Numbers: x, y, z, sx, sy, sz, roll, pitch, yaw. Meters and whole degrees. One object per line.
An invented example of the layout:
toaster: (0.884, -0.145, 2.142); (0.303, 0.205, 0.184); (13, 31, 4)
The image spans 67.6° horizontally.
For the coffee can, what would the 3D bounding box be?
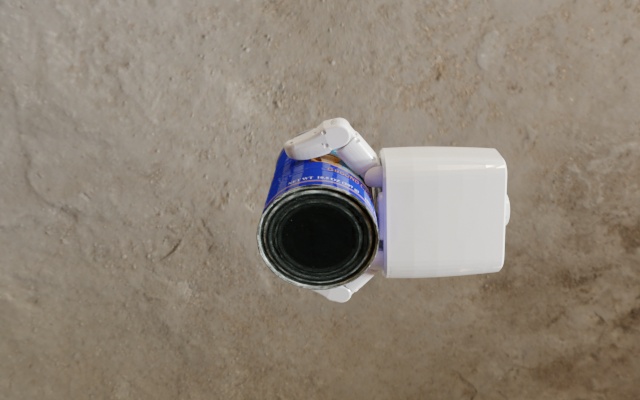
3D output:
coffee can: (0.000, 0.001, 0.457); (0.103, 0.103, 0.140); (0, 27, 2)
